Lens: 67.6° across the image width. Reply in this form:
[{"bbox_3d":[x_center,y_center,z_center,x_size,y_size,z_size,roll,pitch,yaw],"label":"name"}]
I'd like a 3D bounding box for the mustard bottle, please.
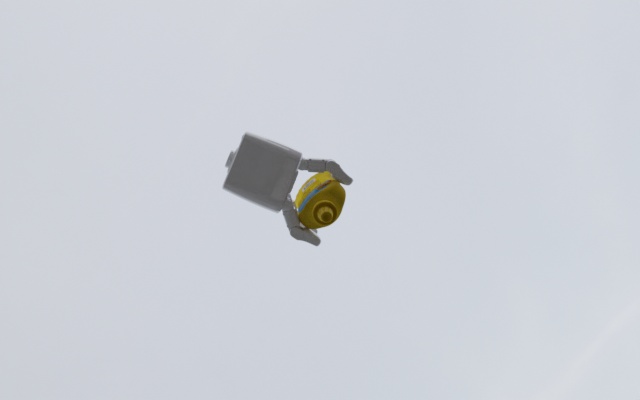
[{"bbox_3d":[0.000,0.003,0.845,0.096,0.058,0.191,-42,14,5],"label":"mustard bottle"}]
